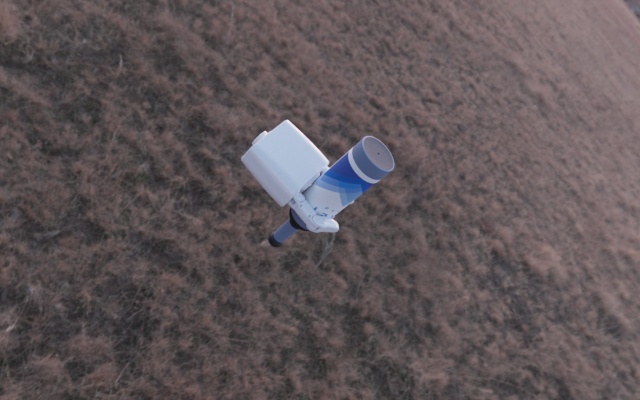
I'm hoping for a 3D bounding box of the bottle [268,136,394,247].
[{"bbox_3d":[0.000,0.003,0.821,0.069,0.069,0.296,0,-31,-45],"label":"bottle"}]
